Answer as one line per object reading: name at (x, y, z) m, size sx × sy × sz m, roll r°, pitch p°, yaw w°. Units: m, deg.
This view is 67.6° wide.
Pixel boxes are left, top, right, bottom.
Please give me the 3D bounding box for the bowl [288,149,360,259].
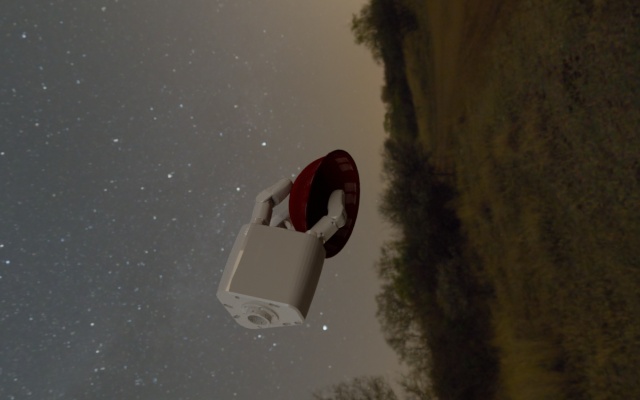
bowl at (0.000, 0.002, 0.712) m, size 0.055 × 0.162 × 0.162 m, roll 10°, pitch 5°, yaw 30°
